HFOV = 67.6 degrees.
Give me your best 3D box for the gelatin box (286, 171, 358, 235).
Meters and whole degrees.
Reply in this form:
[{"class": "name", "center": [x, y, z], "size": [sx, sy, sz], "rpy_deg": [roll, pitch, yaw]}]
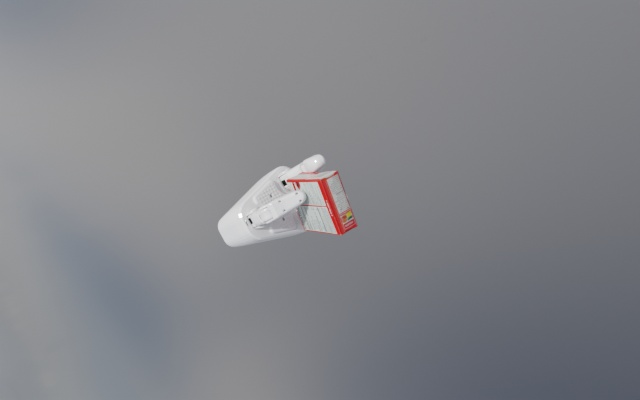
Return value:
[{"class": "gelatin box", "center": [0.000, 0.002, 0.593], "size": [0.030, 0.073, 0.089], "rpy_deg": [-28, 15, -28]}]
